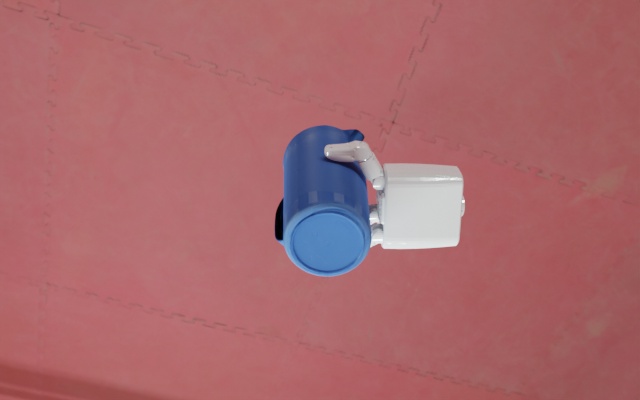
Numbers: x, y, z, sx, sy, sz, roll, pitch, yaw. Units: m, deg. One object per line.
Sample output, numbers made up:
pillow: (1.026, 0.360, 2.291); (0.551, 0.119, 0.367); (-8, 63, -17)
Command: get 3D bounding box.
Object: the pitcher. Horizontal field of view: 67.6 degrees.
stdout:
pitcher: (0.000, 0.002, 0.679); (0.145, 0.149, 0.242); (0, 28, 0)
